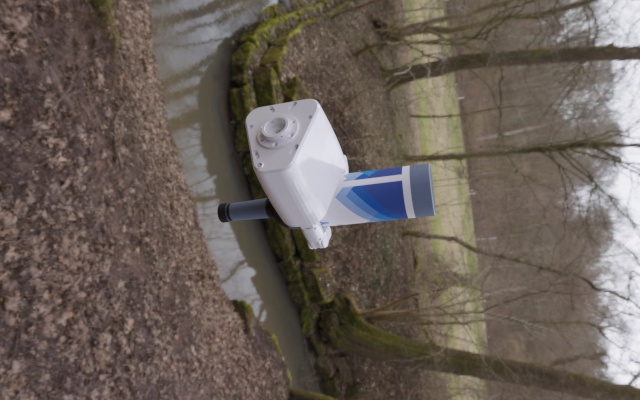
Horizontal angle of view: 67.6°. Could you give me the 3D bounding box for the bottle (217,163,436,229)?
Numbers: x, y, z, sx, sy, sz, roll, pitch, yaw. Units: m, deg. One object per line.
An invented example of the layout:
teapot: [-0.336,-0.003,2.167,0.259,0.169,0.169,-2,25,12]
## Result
bottle: [0.000,0.002,0.639,0.296,0.069,0.069,-7,-2,16]
